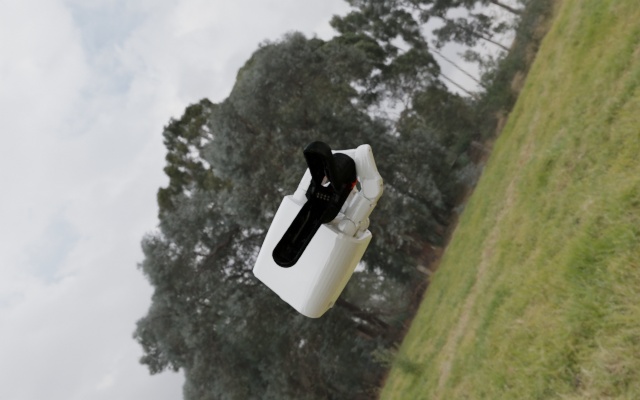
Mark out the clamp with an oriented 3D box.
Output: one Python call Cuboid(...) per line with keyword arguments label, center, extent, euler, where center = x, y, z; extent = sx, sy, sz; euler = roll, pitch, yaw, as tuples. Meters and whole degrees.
Cuboid(label="clamp", center=(0.000, 0.001, 0.487), extent=(0.039, 0.120, 0.171), euler=(29, 10, 14))
